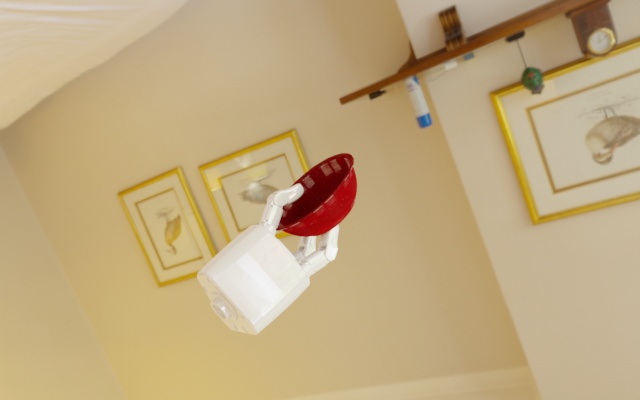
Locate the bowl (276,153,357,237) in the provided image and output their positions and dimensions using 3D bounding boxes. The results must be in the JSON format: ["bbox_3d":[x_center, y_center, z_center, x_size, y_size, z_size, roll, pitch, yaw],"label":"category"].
[{"bbox_3d":[0.001,0.002,0.719,0.055,0.162,0.162,48,-21,-21],"label":"bowl"}]
